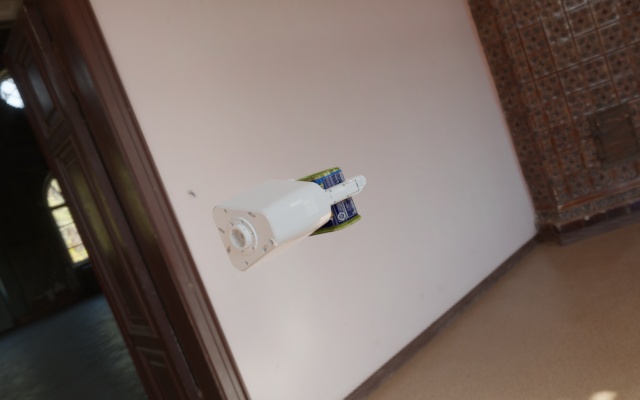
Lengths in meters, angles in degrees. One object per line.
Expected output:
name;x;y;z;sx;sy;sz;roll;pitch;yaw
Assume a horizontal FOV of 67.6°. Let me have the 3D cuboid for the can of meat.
can of meat;0.000;0.002;0.708;0.102;0.084;0.057;-15;9;45
